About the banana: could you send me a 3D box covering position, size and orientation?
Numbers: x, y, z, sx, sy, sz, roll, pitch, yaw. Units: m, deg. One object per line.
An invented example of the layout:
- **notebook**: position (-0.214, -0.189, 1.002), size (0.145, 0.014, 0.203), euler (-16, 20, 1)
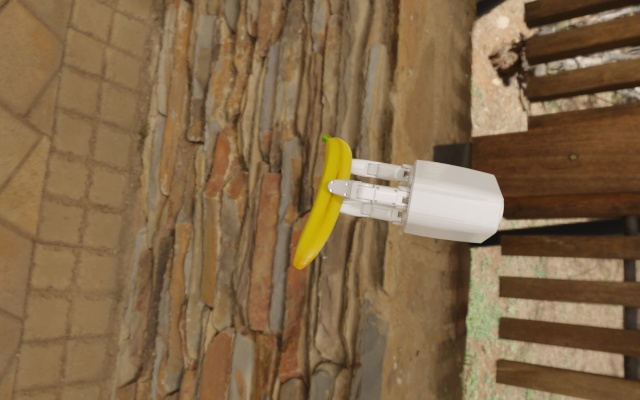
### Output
- **banana**: position (0.008, -0.005, 0.632), size (0.037, 0.197, 0.069), euler (20, -19, -17)
